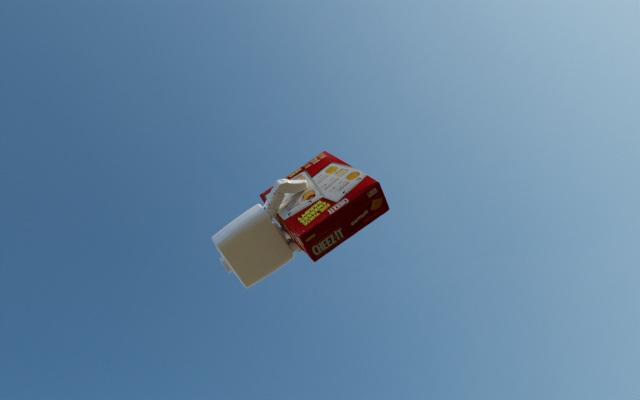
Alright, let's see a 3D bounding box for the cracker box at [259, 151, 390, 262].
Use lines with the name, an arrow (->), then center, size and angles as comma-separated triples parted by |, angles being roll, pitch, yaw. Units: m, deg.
cracker box -> 0.000, 0.003, 0.878 | 0.164, 0.072, 0.213 | -35, 31, -10
